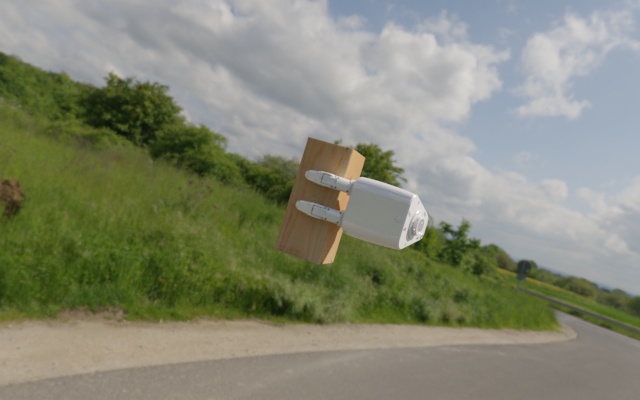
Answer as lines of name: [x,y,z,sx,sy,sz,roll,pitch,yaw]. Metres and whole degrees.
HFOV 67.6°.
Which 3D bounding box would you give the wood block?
wood block: [0.001,0.003,0.865,0.090,0.206,0.091,18,1,20]
